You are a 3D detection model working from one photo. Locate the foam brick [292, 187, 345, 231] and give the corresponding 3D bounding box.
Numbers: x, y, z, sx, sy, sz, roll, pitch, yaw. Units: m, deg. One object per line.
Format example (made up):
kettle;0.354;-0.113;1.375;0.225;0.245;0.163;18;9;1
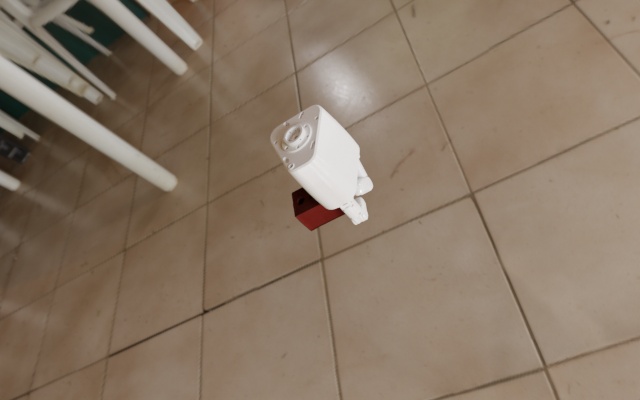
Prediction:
foam brick;0.000;0.003;0.764;0.078;0.053;0.051;-28;-42;20
